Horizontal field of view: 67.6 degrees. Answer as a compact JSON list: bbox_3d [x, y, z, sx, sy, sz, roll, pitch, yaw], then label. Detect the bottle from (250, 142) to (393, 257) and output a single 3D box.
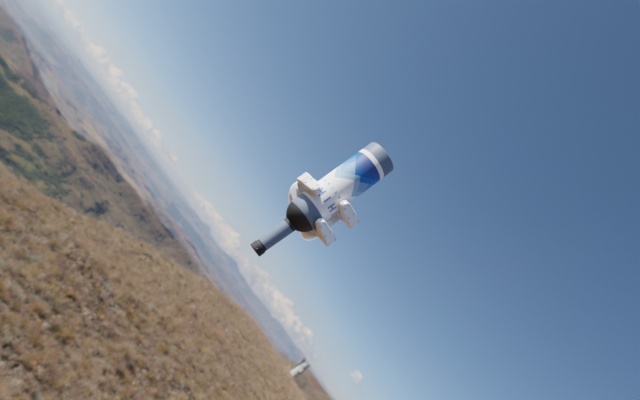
[{"bbox_3d":[0.000,0.003,0.870,0.295,0.069,0.069,-36,9,-12],"label":"bottle"}]
